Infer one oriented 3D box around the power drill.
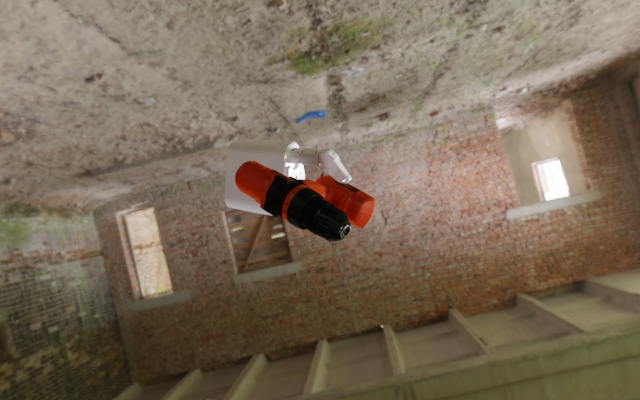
[{"bbox_3d":[0.000,0.002,0.662,0.184,0.057,0.187,31,13,31],"label":"power drill"}]
